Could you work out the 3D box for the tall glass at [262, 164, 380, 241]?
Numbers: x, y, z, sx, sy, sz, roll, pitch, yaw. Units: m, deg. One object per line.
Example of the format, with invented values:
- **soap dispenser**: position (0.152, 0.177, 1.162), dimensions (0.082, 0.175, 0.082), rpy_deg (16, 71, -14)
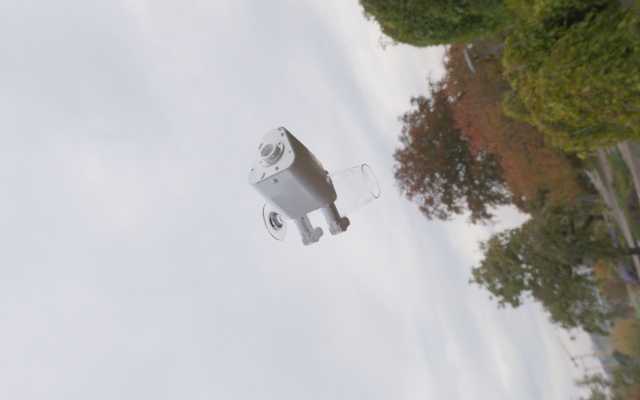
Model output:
- **tall glass**: position (0.000, 0.003, 0.832), dimensions (0.201, 0.079, 0.079), rpy_deg (-23, -10, 23)
